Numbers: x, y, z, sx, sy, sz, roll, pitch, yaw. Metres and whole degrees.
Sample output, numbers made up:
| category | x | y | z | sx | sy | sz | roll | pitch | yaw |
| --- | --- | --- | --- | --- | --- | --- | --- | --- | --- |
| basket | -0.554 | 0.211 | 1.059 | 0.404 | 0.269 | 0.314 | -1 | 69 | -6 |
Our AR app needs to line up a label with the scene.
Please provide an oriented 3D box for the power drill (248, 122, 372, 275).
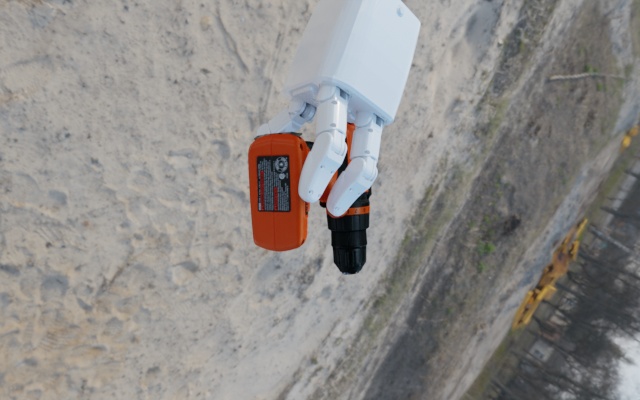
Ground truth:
| category | x | y | z | sx | sy | sz | roll | pitch | yaw |
| --- | --- | --- | --- | --- | --- | --- | --- | --- | --- |
| power drill | 0.000 | 0.001 | 0.503 | 0.057 | 0.184 | 0.187 | -2 | 3 | 26 |
